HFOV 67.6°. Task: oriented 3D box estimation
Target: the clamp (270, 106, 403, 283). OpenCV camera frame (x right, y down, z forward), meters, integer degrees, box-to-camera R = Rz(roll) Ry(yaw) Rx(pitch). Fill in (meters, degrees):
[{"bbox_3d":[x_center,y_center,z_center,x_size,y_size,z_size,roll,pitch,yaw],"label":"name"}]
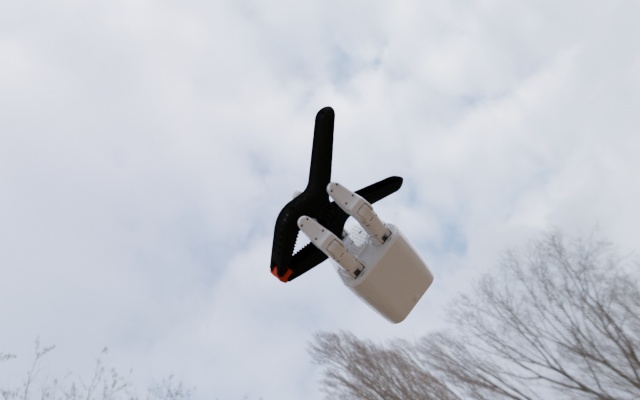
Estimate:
[{"bbox_3d":[-0.001,0.002,0.589,0.165,0.210,0.036,47,-12,-33],"label":"clamp"}]
